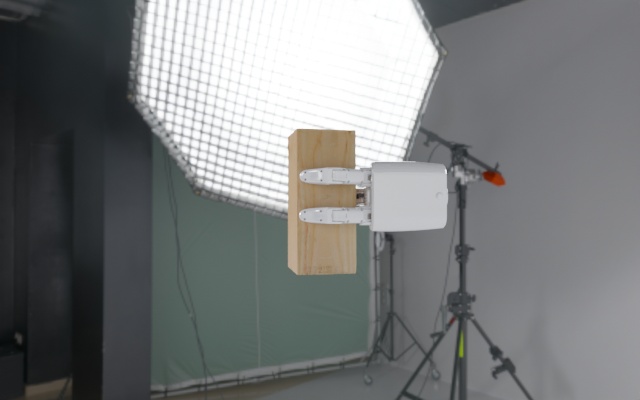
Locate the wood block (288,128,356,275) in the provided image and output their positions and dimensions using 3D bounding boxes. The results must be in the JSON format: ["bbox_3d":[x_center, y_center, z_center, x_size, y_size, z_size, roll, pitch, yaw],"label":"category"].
[{"bbox_3d":[0.000,0.002,0.718,0.090,0.206,0.091,0,0,-12],"label":"wood block"}]
